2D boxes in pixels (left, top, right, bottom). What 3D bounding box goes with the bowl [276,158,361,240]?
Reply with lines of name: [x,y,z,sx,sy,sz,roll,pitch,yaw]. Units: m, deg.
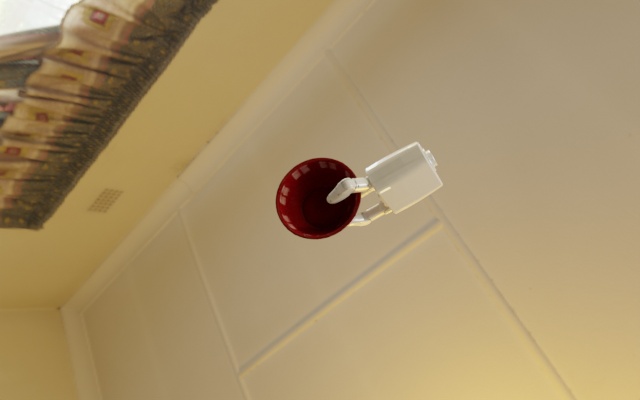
bowl: [-0.001,0.003,0.897,0.162,0.162,0.055,0,-21,14]
